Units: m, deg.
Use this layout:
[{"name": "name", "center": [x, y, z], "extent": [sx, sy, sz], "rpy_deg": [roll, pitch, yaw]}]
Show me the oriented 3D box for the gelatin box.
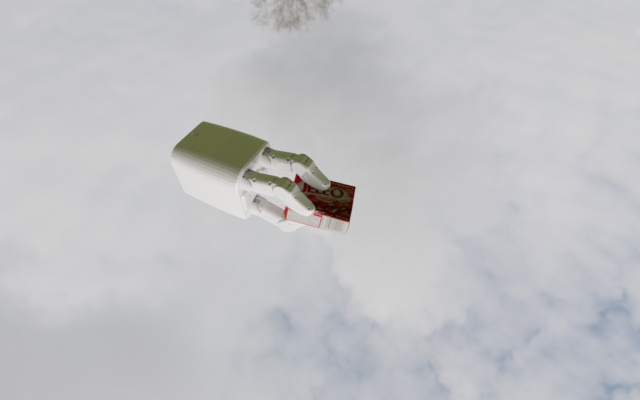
[{"name": "gelatin box", "center": [0.000, 0.003, 0.659], "extent": [0.089, 0.030, 0.073], "rpy_deg": [15, 44, -1]}]
